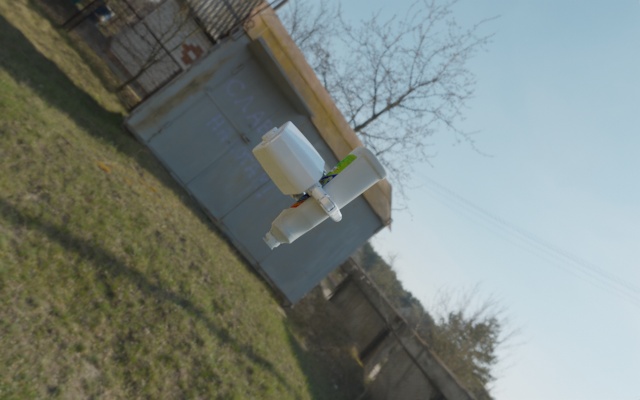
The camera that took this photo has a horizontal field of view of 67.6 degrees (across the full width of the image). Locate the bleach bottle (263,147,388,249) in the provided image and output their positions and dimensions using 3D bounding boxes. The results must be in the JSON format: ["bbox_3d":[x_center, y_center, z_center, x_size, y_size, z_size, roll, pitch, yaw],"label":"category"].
[{"bbox_3d":[0.000,0.003,0.884,0.251,0.068,0.102,-39,15,-2],"label":"bleach bottle"}]
